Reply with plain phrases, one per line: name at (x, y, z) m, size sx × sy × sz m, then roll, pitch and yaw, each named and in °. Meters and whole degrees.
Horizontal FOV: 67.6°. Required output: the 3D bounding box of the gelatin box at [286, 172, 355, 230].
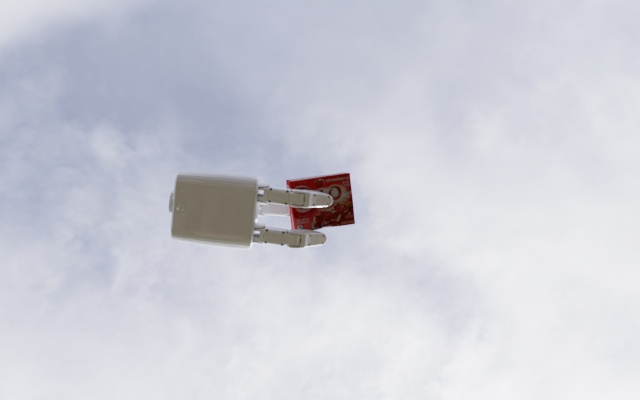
gelatin box at (0.000, 0.002, 0.667) m, size 0.089 × 0.073 × 0.030 m, roll -8°, pitch 8°, yaw -11°
